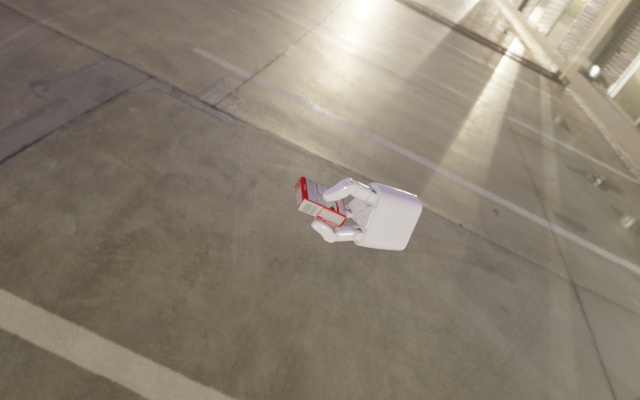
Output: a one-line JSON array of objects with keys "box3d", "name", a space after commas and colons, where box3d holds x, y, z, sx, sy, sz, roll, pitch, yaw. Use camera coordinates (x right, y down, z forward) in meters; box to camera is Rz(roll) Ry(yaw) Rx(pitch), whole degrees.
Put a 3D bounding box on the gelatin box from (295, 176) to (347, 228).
[{"box3d": [0.000, 0.002, 0.842, 0.089, 0.030, 0.073, 24, 29, -22], "name": "gelatin box"}]
